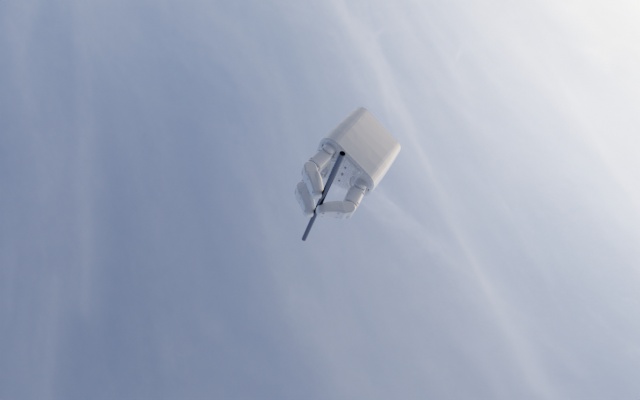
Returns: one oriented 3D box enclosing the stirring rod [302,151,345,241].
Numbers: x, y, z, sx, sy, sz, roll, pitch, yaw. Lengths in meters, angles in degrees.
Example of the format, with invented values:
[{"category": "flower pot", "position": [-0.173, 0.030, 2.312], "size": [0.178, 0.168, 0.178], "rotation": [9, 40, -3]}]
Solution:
[{"category": "stirring rod", "position": [0.000, 0.002, 0.715], "size": [0.011, 0.011, 0.240], "rotation": [0, -32, -16]}]
